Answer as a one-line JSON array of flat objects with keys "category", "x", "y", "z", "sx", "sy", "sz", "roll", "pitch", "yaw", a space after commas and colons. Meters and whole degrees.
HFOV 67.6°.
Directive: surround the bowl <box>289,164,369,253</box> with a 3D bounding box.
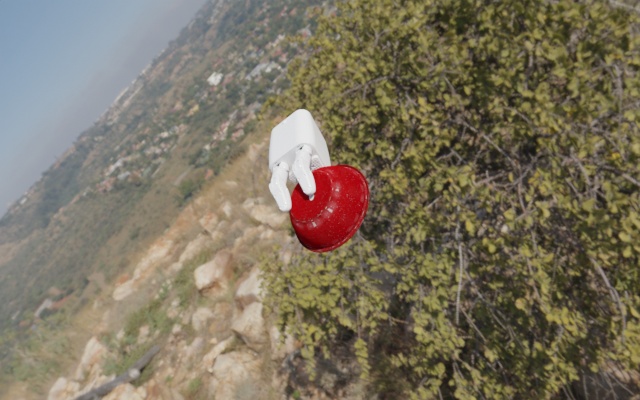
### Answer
[{"category": "bowl", "x": 0.000, "y": 0.003, "z": 0.795, "sx": 0.162, "sy": 0.162, "sz": 0.055, "roll": 0, "pitch": -22, "yaw": 42}]
